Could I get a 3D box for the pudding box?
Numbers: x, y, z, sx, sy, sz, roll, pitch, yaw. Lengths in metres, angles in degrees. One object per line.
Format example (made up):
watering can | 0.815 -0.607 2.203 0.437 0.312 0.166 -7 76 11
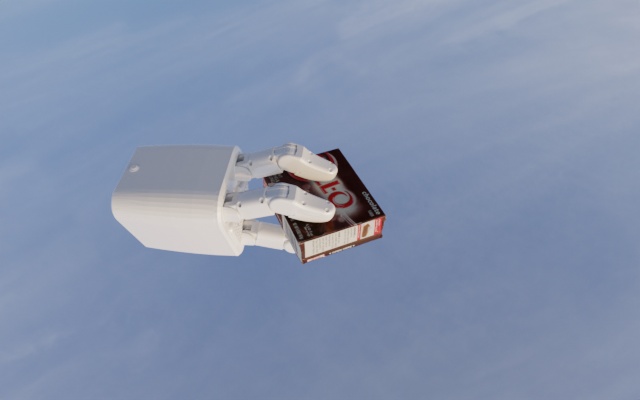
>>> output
pudding box | 0.000 0.002 0.483 0.090 0.113 0.039 -18 -40 -15
